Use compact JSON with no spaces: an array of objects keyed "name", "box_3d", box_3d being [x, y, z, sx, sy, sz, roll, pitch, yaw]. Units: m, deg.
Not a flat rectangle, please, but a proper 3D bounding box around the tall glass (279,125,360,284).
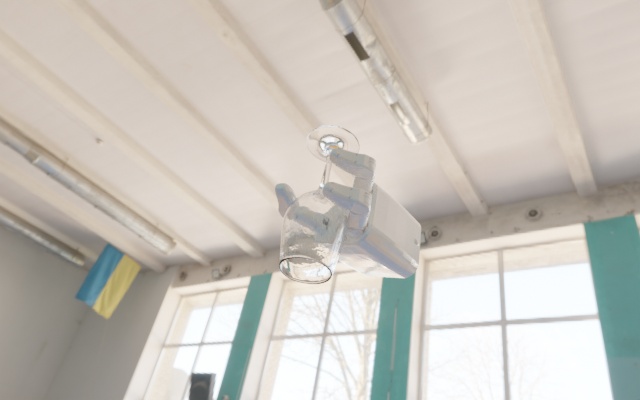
[{"name":"tall glass","box_3d":[0.000,0.001,0.598,0.079,0.201,0.079,8,-37,6]}]
